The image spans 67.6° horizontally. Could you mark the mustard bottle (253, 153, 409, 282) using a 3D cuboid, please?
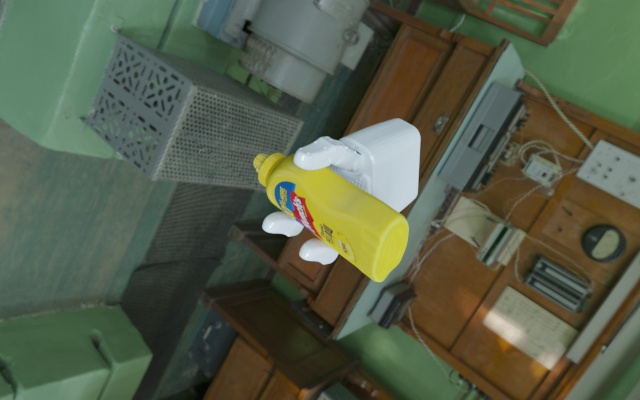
[{"bbox_3d":[0.000,0.002,0.502,0.191,0.058,0.096,35,-23,27],"label":"mustard bottle"}]
